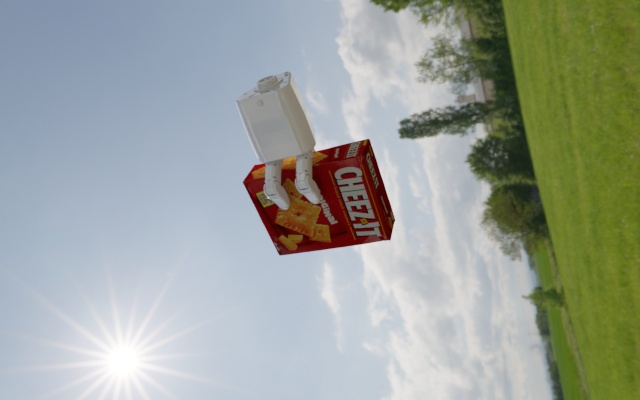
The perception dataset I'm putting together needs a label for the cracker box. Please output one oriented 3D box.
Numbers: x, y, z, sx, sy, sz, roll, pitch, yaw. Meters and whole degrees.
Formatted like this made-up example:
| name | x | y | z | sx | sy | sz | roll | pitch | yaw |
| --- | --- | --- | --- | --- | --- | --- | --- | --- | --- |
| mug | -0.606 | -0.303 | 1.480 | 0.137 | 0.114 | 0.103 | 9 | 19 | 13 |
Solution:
| name | x | y | z | sx | sy | sz | roll | pitch | yaw |
| --- | --- | --- | --- | --- | --- | --- | --- | --- | --- |
| cracker box | 0.000 | 0.003 | 0.808 | 0.214 | 0.164 | 0.072 | -10 | 29 | 22 |
